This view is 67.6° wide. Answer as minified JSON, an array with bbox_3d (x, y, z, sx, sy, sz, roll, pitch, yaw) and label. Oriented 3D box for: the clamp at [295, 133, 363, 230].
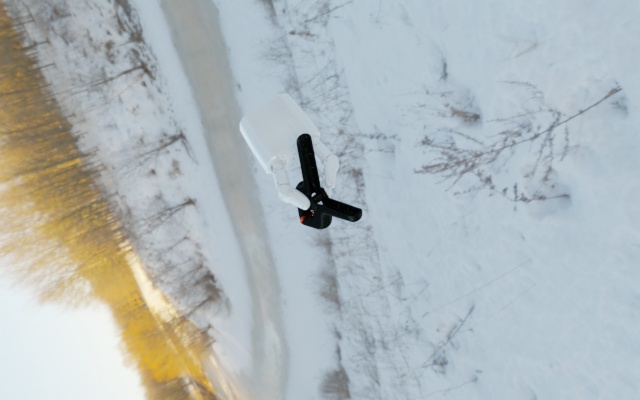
[{"bbox_3d":[-0.001,0.003,0.819,0.036,0.164,0.210,-28,-20,-22],"label":"clamp"}]
